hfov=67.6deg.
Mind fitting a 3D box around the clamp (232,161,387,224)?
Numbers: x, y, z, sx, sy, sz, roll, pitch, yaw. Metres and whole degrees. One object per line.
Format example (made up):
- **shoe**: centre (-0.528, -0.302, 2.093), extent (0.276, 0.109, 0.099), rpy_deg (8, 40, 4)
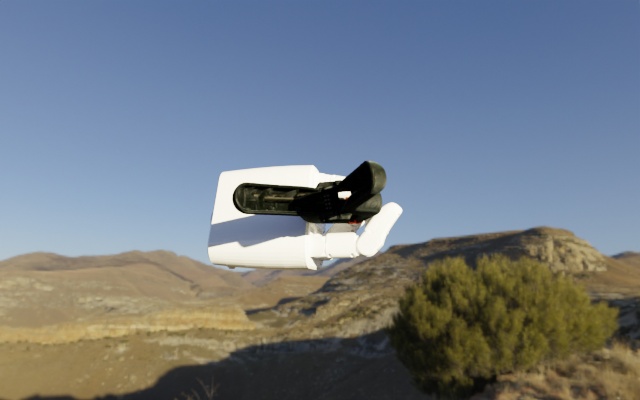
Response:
- **clamp**: centre (0.000, 0.001, 0.423), extent (0.120, 0.039, 0.171), rpy_deg (-2, -12, 9)
